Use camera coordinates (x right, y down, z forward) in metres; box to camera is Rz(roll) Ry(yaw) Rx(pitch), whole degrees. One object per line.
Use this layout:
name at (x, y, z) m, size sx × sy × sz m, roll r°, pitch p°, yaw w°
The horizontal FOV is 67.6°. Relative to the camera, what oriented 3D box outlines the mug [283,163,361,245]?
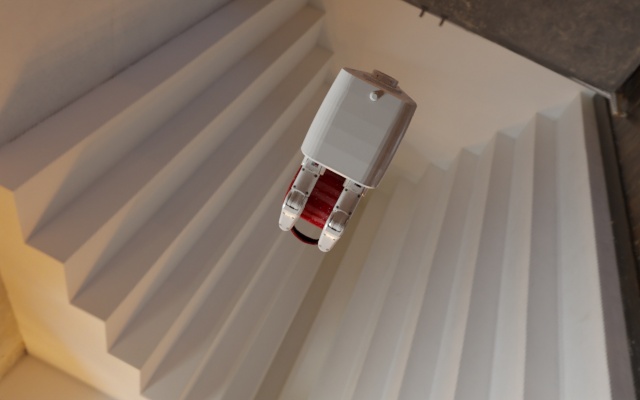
mug at (-0.001, 0.003, 0.610) m, size 0.081 × 0.117 × 0.093 m, roll 28°, pitch 20°, yaw 3°
